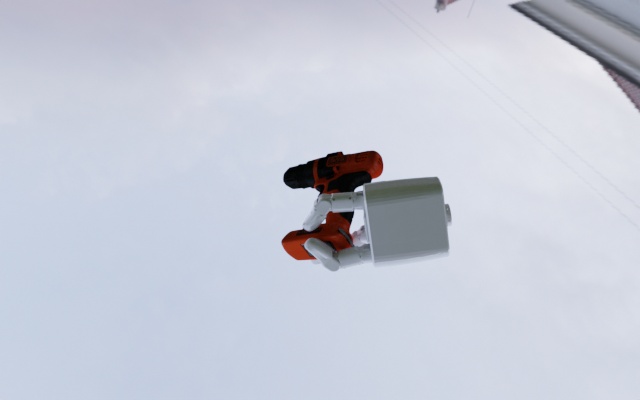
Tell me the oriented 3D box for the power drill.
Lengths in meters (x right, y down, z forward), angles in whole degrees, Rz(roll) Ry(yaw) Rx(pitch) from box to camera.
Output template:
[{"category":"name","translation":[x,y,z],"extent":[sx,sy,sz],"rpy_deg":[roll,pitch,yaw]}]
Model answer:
[{"category":"power drill","translation":[0.000,0.003,0.756],"extent":[0.184,0.187,0.057],"rpy_deg":[-9,-43,31]}]
